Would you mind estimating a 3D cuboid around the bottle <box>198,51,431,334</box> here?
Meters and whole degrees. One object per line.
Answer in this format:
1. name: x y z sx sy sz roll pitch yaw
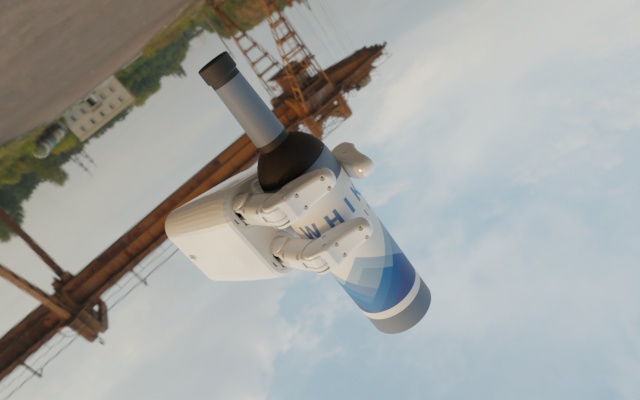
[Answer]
1. bottle: 0.000 0.002 0.420 0.069 0.296 0.069 -30 26 16
